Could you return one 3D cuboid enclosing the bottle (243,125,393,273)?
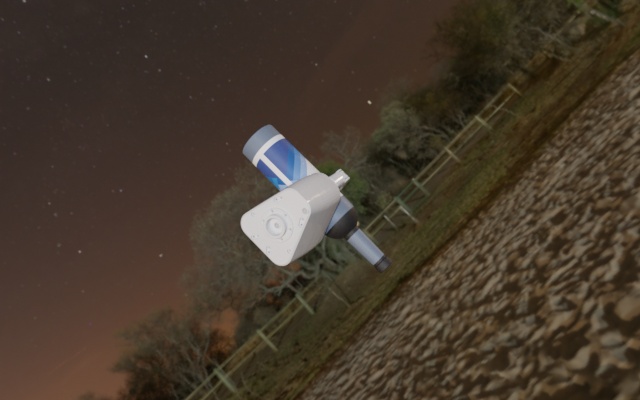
[{"bbox_3d":[0.000,0.002,0.766,0.295,0.069,0.069,45,7,7],"label":"bottle"}]
